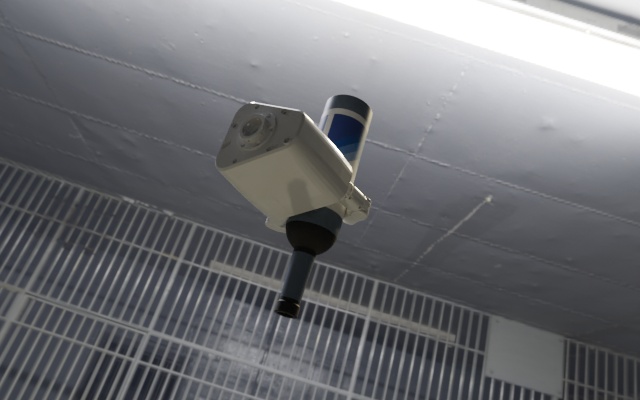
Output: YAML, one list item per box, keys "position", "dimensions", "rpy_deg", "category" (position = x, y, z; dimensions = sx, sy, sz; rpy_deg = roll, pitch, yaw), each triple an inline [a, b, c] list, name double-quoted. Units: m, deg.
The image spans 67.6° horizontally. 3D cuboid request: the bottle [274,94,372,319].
- position: [0.000, 0.002, 0.601]
  dimensions: [0.069, 0.295, 0.069]
  rpy_deg: [14, -25, 7]
  category: "bottle"
